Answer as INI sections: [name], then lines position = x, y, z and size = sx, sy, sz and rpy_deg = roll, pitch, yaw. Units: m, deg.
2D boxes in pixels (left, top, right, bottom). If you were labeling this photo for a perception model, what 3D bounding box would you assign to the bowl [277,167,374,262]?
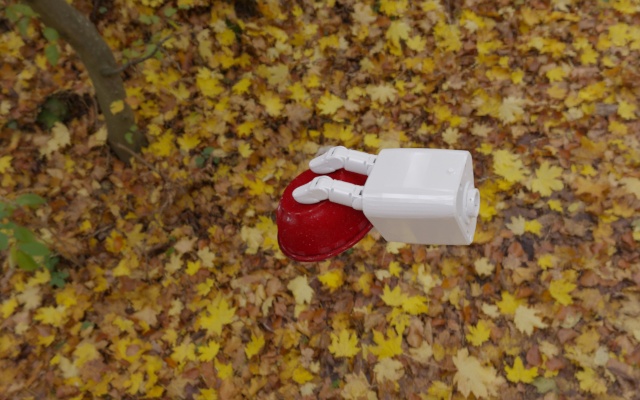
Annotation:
[bowl]
position = -0.001, 0.002, 0.632
size = 0.162, 0.162, 0.055
rpy_deg = 0, -43, 39
